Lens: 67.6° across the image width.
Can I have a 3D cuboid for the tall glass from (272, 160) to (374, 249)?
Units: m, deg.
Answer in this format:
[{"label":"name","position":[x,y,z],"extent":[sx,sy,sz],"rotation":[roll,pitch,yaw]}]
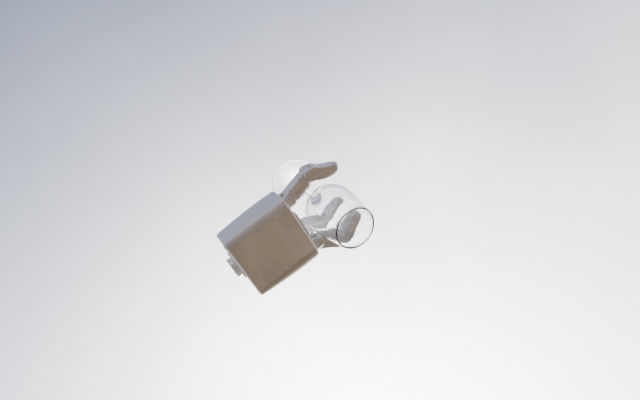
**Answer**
[{"label":"tall glass","position":[0.000,0.002,0.725],"extent":[0.079,0.079,0.201],"rotation":[0,21,-31]}]
